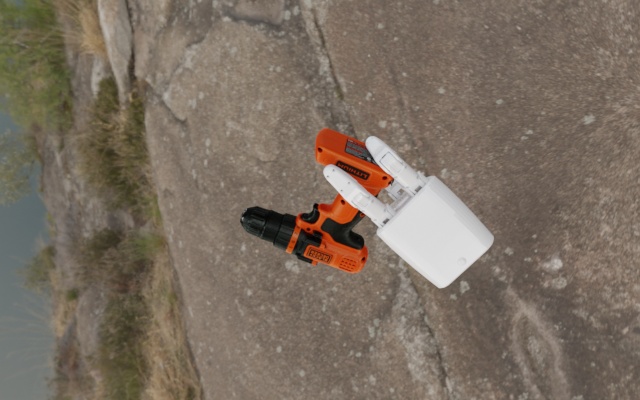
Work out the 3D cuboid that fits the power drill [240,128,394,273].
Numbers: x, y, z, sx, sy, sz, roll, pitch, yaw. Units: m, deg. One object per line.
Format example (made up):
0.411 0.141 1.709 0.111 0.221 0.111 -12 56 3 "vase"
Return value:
0.001 0.002 0.626 0.184 0.188 0.057 20 37 -7 "power drill"
